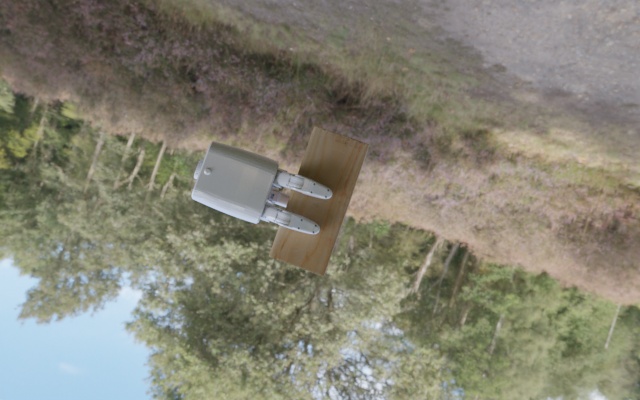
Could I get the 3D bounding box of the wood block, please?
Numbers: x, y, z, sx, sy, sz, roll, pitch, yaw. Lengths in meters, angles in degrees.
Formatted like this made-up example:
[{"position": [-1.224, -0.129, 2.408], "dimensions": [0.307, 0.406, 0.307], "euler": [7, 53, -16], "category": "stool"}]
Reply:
[{"position": [0.000, 0.002, 0.747], "dimensions": [0.090, 0.206, 0.091], "euler": [19, -2, 3], "category": "wood block"}]
